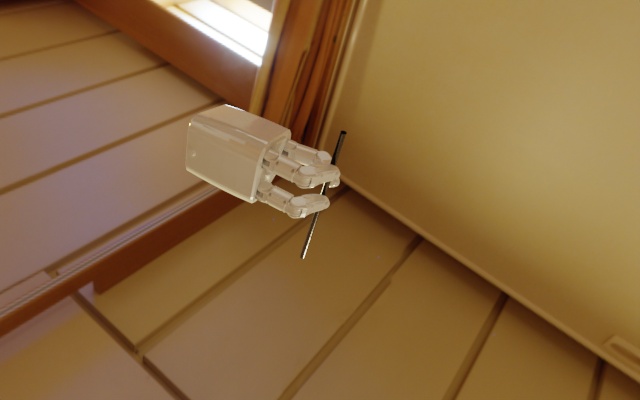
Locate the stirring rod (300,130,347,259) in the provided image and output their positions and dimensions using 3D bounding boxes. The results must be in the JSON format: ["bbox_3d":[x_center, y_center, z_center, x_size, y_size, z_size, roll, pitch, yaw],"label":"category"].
[{"bbox_3d":[0.000,0.002,0.665,0.011,0.240,0.011,10,42,-9],"label":"stirring rod"}]
